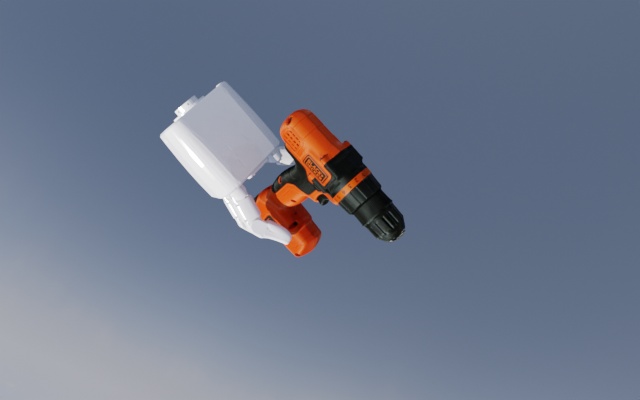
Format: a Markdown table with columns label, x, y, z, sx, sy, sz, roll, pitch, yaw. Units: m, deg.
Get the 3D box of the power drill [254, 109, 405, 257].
| label | x | y | z | sx | sy | sz | roll | pitch | yaw |
| --- | --- | --- | --- | --- | --- | --- | --- | --- | --- |
| power drill | 0.000 | 0.002 | 0.593 | 0.057 | 0.184 | 0.188 | -37 | -6 | -37 |
